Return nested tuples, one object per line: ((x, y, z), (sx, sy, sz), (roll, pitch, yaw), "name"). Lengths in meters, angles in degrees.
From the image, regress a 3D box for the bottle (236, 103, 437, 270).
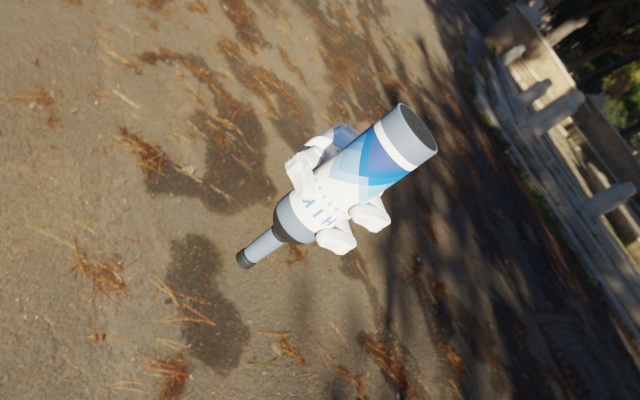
((0.000, 0.002, 0.574), (0.296, 0.069, 0.069), (-37, -19, 27), "bottle")
